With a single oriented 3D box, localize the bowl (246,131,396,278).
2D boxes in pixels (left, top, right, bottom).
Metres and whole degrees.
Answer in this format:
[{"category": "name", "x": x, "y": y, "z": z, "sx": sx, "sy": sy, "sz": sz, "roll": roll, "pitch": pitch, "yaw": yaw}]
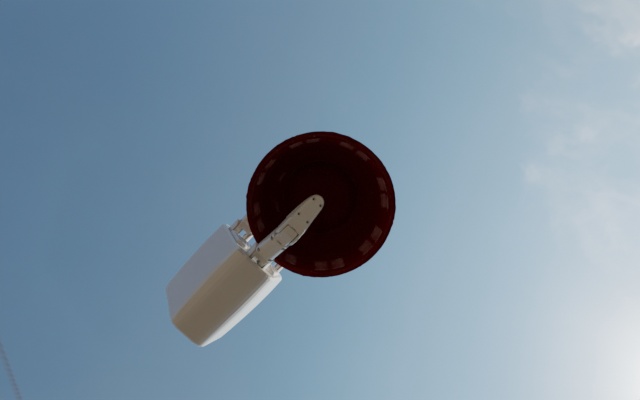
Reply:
[{"category": "bowl", "x": 0.001, "y": 0.001, "z": 0.538, "sx": 0.162, "sy": 0.162, "sz": 0.055, "roll": 0, "pitch": 12, "yaw": -1}]
